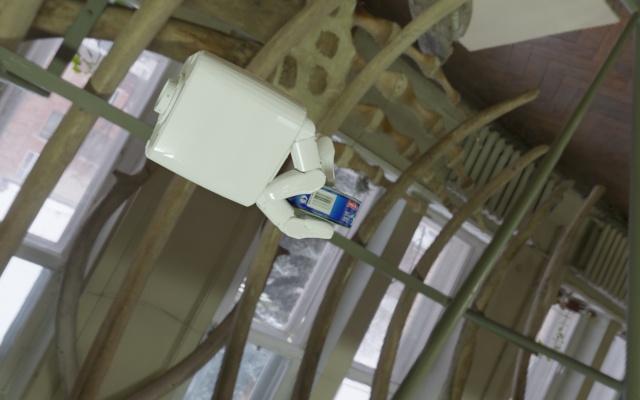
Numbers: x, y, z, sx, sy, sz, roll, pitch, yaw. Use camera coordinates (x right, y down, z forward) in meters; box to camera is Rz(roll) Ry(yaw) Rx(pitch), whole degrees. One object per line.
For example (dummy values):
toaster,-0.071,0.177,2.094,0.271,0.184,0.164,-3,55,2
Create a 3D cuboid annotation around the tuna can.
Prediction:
tuna can,0.000,0.002,0.531,0.086,0.034,0.086,22,-2,1
